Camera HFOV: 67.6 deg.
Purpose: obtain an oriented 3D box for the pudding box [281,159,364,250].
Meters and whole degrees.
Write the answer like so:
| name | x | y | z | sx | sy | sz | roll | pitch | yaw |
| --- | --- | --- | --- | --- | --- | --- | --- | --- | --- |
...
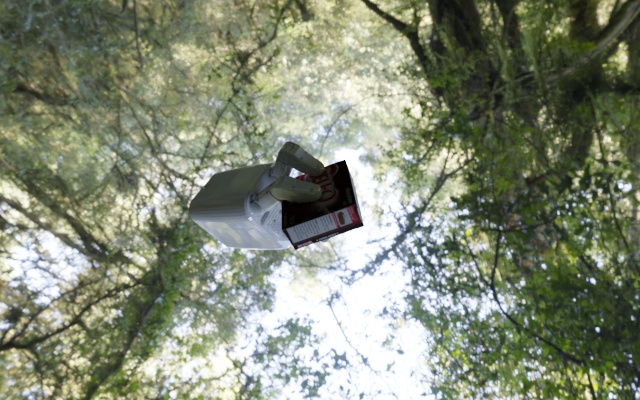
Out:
| name | x | y | z | sx | sy | sz | roll | pitch | yaw |
| --- | --- | --- | --- | --- | --- | --- | --- | --- | --- |
| pudding box | 0.000 | 0.002 | 0.578 | 0.090 | 0.039 | 0.113 | -21 | 33 | 8 |
